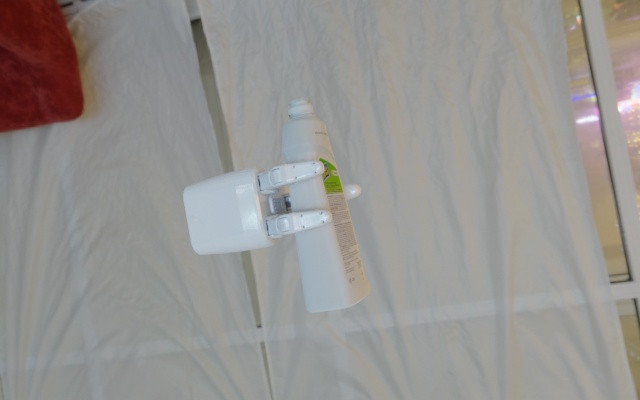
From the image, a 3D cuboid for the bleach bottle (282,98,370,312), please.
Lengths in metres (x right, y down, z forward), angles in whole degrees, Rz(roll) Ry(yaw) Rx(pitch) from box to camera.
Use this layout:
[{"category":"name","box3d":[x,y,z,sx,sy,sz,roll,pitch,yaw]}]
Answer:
[{"category":"bleach bottle","box3d":[0.000,0.002,0.588,0.068,0.251,0.102,-11,-2,20]}]
